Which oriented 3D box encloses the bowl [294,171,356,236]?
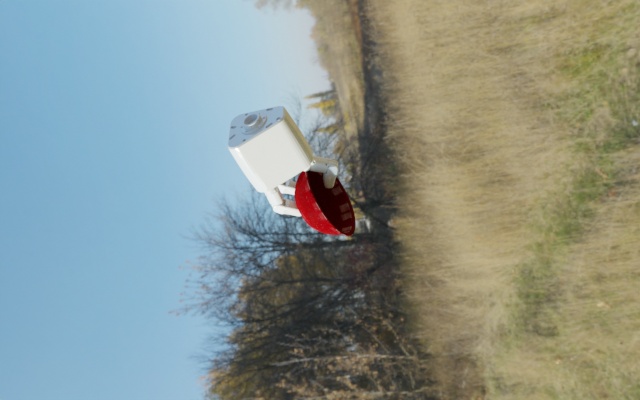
[{"bbox_3d":[0.001,0.004,0.889,0.055,0.162,0.162,-29,-12,22],"label":"bowl"}]
